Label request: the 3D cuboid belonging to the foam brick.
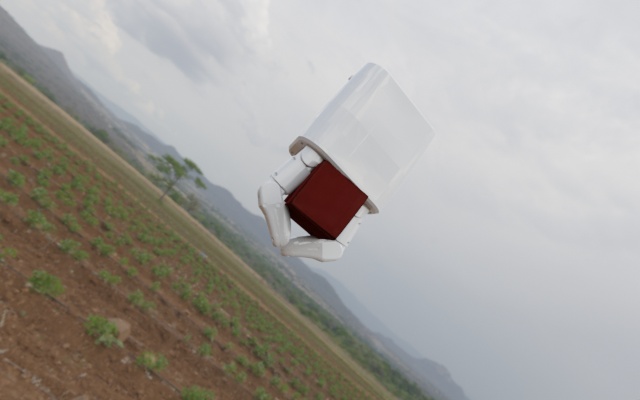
[{"bbox_3d":[0.000,0.002,0.446,0.053,0.051,0.078,41,-11,-8],"label":"foam brick"}]
